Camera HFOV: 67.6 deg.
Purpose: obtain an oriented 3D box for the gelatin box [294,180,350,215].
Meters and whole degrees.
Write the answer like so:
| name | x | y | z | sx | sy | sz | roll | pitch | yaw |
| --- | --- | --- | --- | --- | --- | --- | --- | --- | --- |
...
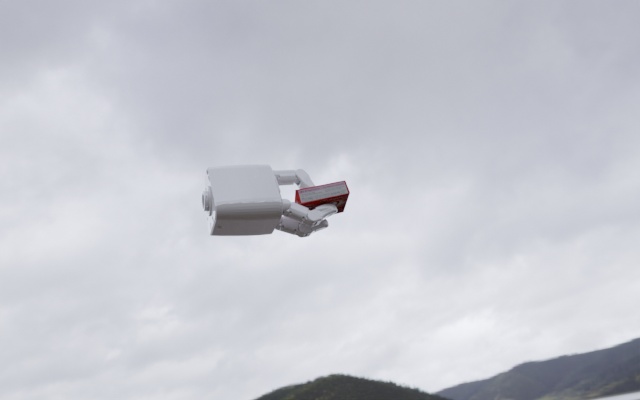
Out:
| name | x | y | z | sx | sy | sz | roll | pitch | yaw |
| --- | --- | --- | --- | --- | --- | --- | --- | --- | --- |
| gelatin box | 0.000 | 0.002 | 0.811 | 0.089 | 0.030 | 0.073 | -12 | -25 | -12 |
